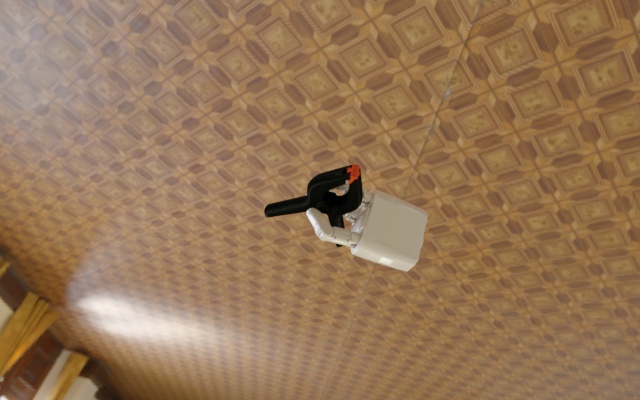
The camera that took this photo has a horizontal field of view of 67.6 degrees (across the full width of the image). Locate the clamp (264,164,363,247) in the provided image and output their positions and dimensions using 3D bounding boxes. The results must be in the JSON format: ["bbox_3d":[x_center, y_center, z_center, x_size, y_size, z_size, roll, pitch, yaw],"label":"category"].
[{"bbox_3d":[0.000,0.003,0.814,0.164,0.036,0.210,19,-38,-10],"label":"clamp"}]
